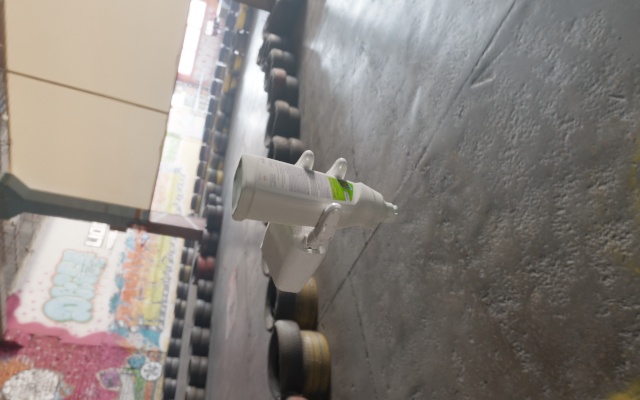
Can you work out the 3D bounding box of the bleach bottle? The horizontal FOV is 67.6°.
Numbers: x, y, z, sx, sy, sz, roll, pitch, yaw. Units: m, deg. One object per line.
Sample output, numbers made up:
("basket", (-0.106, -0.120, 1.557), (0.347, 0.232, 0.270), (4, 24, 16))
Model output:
("bleach bottle", (0.000, 0.002, 0.703), (0.251, 0.068, 0.102), (12, 40, -19))
